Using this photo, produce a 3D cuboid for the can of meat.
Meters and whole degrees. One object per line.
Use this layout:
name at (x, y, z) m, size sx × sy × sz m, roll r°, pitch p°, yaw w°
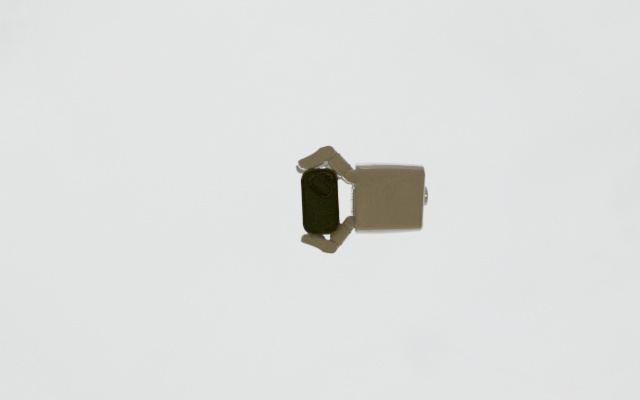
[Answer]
can of meat at (0.000, 0.003, 0.762) m, size 0.057 × 0.102 × 0.084 m, roll -3°, pitch -1°, yaw 1°
